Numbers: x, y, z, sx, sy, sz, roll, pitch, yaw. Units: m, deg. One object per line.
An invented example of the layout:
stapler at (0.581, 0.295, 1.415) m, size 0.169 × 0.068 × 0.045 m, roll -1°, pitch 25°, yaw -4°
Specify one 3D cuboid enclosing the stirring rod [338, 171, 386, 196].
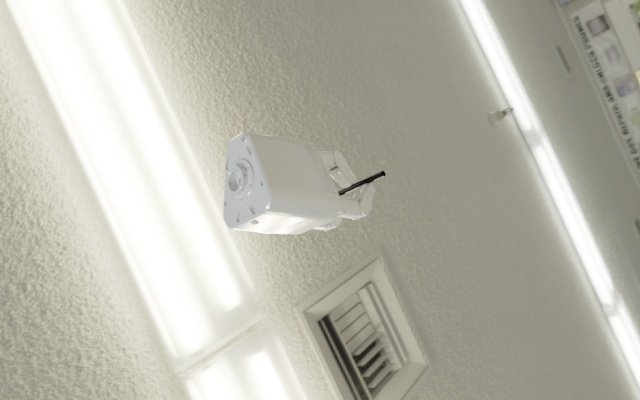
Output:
stirring rod at (0.000, 0.002, 0.700) m, size 0.011 × 0.011 × 0.239 m, roll 0°, pitch -18°, yaw -46°
